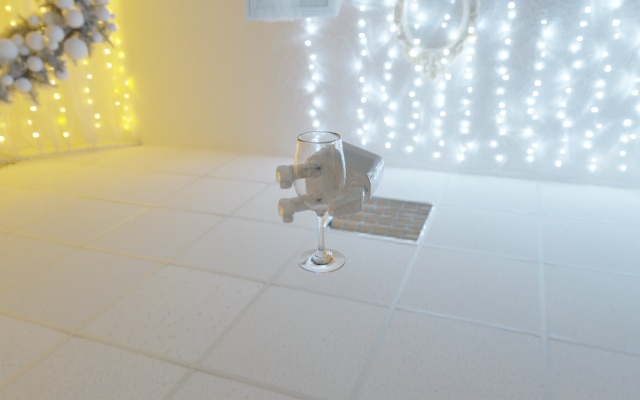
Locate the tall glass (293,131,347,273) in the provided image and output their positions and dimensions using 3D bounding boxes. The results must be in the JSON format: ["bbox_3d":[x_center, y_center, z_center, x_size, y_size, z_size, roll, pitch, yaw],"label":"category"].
[{"bbox_3d":[0.000,0.003,0.707,0.079,0.201,0.079,-1,23,0],"label":"tall glass"}]
